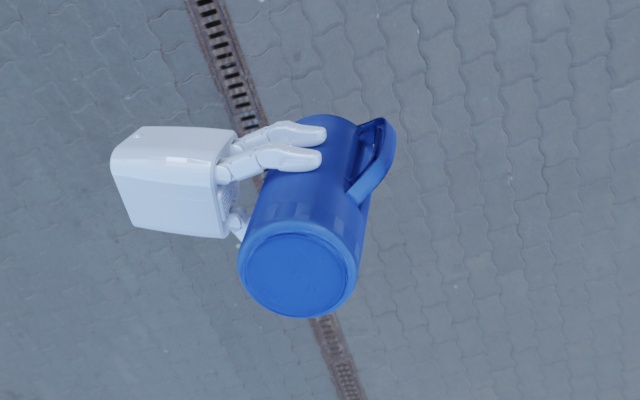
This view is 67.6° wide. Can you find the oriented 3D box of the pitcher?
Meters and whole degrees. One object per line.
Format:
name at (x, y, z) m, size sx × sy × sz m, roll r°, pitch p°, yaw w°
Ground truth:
pitcher at (0.000, 0.002, 0.511) m, size 0.145 × 0.149 × 0.242 m, roll 8°, pitch 30°, yaw 3°
